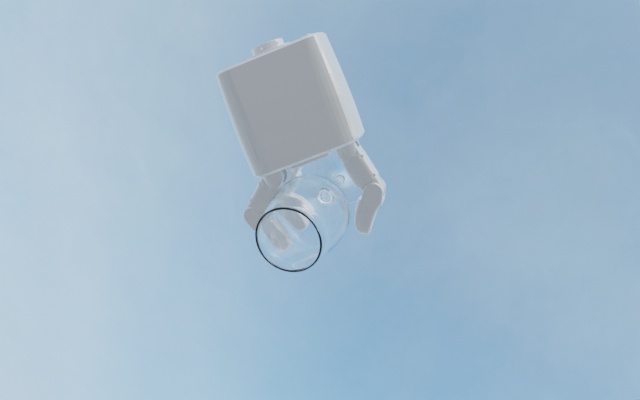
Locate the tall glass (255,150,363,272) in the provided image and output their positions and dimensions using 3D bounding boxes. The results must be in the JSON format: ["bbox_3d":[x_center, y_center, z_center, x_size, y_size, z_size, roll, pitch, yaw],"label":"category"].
[{"bbox_3d":[0.000,0.002,0.500,0.079,0.079,0.201,0,20,17],"label":"tall glass"}]
